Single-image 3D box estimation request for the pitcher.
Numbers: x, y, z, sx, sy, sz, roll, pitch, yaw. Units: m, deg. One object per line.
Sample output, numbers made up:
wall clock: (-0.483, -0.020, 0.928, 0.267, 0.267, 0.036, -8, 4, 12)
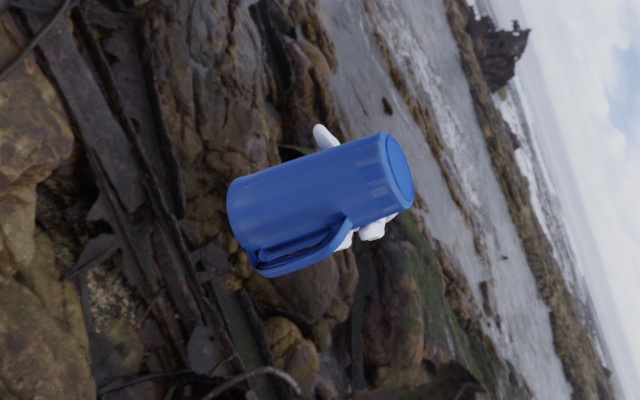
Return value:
pitcher: (0.000, 0.002, 0.663, 0.243, 0.149, 0.145, -19, 1, 25)
